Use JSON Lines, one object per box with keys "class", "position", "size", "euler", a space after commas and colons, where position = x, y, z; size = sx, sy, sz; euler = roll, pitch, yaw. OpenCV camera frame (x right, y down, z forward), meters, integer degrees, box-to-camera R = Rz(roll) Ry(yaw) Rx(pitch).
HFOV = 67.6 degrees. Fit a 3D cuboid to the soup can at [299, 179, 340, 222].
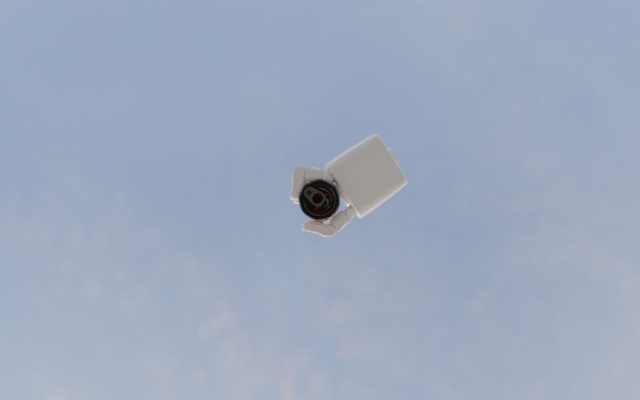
{"class": "soup can", "position": [0.000, 0.003, 0.828], "size": [0.068, 0.068, 0.102], "euler": [0, -5, 2]}
